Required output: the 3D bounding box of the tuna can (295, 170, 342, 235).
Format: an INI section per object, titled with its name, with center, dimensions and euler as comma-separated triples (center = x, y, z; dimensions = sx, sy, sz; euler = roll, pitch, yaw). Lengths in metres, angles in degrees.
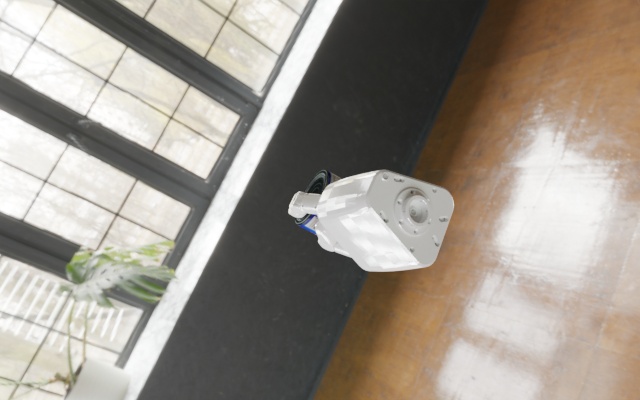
[tuna can]
center = 0.000, 0.002, 0.652
dimensions = 0.034, 0.086, 0.086
euler = 28, -9, -18
